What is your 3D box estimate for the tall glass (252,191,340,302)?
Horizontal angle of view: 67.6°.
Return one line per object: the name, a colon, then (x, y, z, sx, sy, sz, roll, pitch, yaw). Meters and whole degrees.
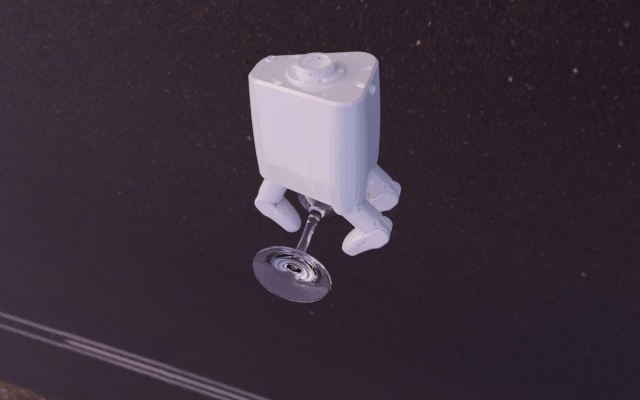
tall glass: (0.000, 0.002, 0.494, 0.079, 0.079, 0.201, 0, 41, 21)
